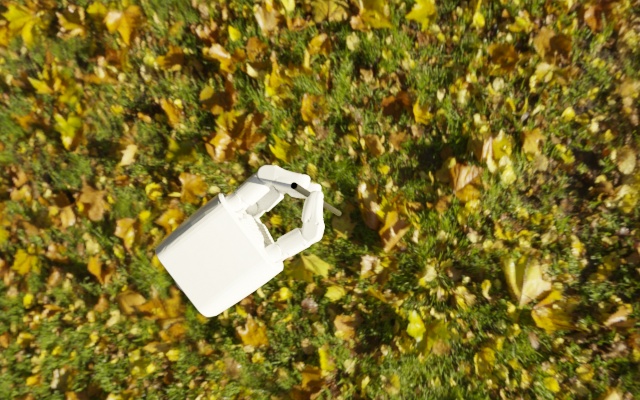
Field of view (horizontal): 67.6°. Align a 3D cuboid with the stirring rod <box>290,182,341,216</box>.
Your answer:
[{"bbox_3d":[0.000,0.002,0.623,0.011,0.011,0.239,0,-9,14],"label":"stirring rod"}]
